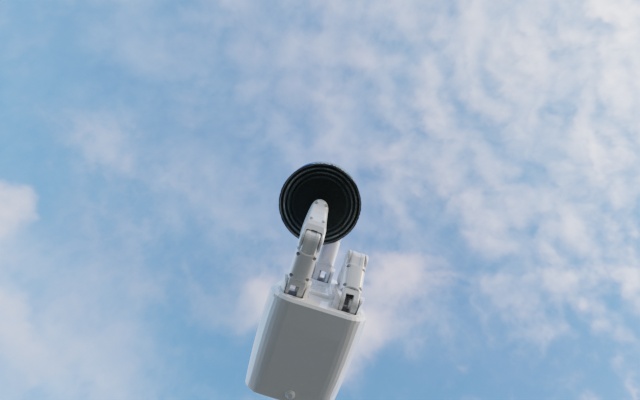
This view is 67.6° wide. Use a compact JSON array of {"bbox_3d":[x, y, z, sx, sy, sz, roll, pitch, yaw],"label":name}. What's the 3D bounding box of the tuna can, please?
[{"bbox_3d":[0.000,0.002,0.508,0.086,0.086,0.033,0,10,3],"label":"tuna can"}]
